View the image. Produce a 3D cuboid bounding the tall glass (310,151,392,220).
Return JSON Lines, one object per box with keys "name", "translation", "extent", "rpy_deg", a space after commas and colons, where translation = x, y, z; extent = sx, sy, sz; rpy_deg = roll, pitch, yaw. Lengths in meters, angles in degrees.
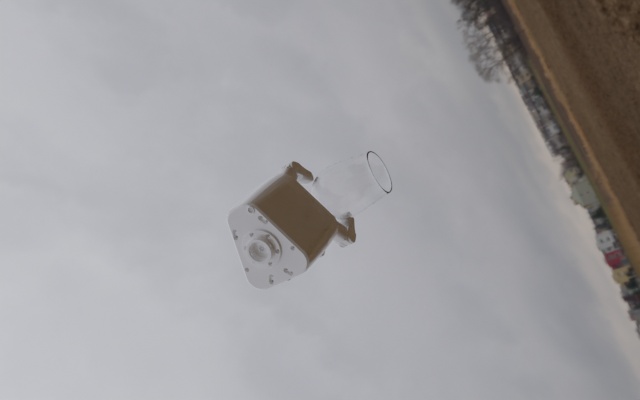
{"name": "tall glass", "translation": [0.000, 0.002, 0.678], "extent": [0.201, 0.079, 0.079], "rpy_deg": [-27, -13, 27]}
